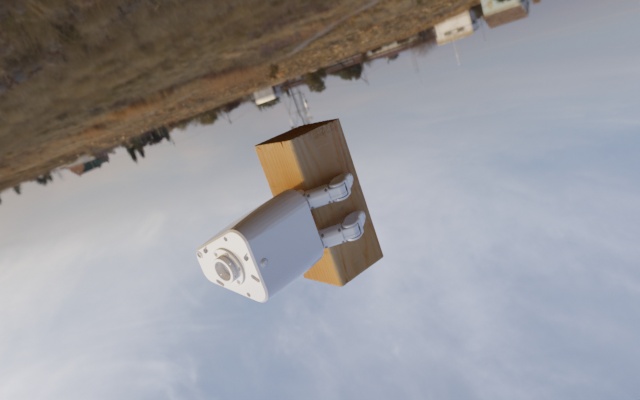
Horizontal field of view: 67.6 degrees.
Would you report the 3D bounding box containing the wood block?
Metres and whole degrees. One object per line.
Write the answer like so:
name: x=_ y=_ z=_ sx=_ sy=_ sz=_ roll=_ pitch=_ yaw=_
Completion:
wood block: x=0.000 y=0.002 z=0.661 sx=0.090 sy=0.206 sz=0.091 roll=-30 pitch=19 yaw=-34
